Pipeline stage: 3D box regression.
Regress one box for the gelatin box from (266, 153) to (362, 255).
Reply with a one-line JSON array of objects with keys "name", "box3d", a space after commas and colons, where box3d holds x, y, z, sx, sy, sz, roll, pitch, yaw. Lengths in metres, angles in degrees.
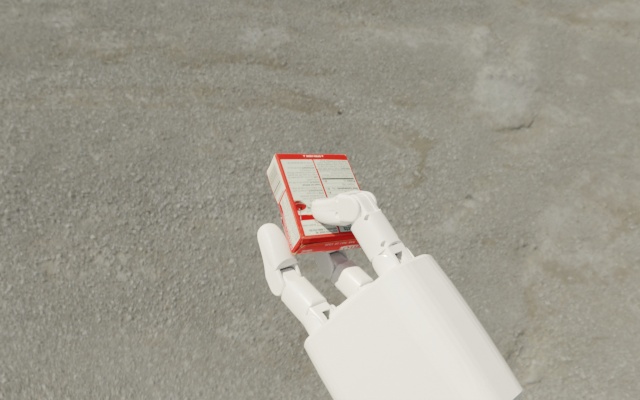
[{"name": "gelatin box", "box3d": [0.000, 0.001, 0.417, 0.073, 0.089, 0.030, -3, -33, -29]}]
